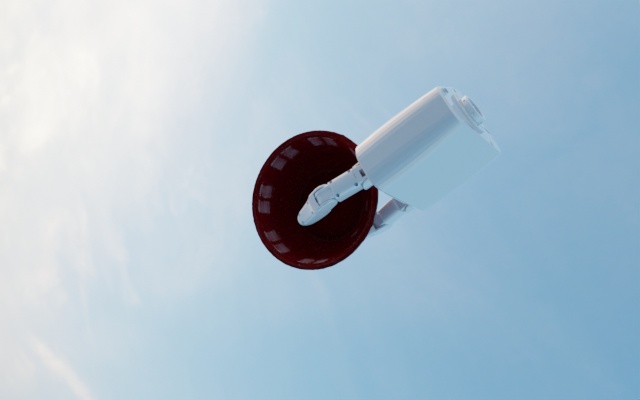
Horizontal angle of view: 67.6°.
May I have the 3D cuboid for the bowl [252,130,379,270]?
[{"bbox_3d":[-0.001,0.002,0.566,0.162,0.162,0.055,0,-9,26],"label":"bowl"}]
